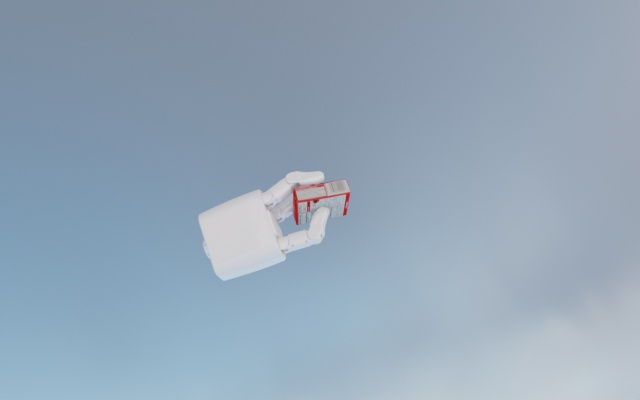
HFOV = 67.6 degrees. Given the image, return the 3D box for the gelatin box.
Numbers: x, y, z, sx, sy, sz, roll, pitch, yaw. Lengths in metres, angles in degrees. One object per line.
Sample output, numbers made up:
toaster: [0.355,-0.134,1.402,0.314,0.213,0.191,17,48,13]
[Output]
gelatin box: [0.001,0.003,0.767,0.089,0.030,0.073,-10,-31,-9]
